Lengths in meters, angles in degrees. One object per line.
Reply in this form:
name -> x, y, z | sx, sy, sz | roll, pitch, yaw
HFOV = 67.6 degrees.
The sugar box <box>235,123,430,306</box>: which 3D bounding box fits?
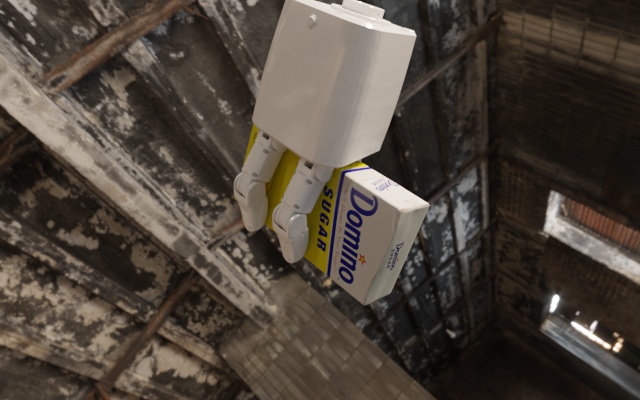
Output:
sugar box -> 0.000, 0.001, 0.422 | 0.048, 0.093, 0.176 | -10, 37, -45
